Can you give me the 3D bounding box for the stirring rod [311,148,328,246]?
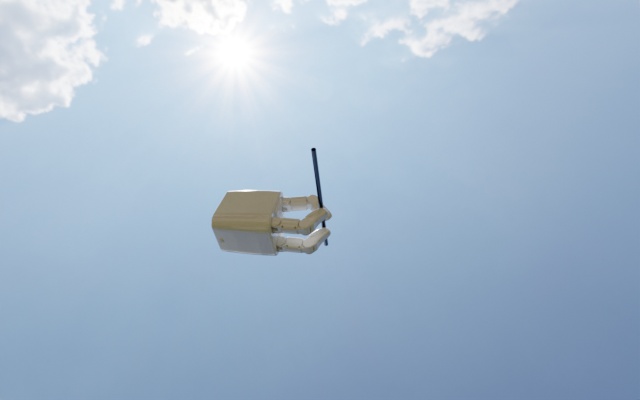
[{"bbox_3d":[0.000,0.003,0.810,0.011,0.011,0.240,0,-42,7],"label":"stirring rod"}]
